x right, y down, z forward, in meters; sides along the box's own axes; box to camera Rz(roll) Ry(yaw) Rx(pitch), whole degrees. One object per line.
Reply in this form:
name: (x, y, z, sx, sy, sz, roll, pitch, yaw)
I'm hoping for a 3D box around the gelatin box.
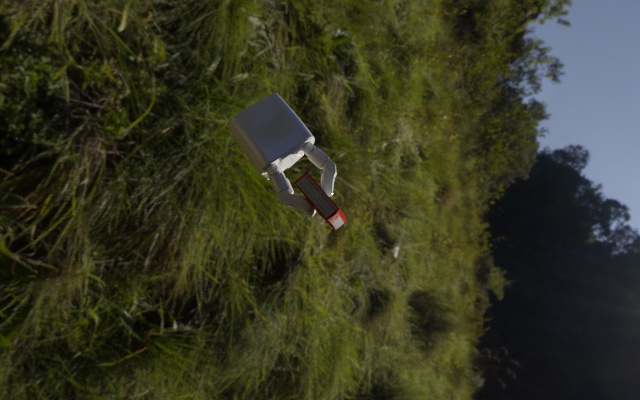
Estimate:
gelatin box: (0.001, 0.003, 0.796, 0.030, 0.089, 0.073, -41, -21, -3)
